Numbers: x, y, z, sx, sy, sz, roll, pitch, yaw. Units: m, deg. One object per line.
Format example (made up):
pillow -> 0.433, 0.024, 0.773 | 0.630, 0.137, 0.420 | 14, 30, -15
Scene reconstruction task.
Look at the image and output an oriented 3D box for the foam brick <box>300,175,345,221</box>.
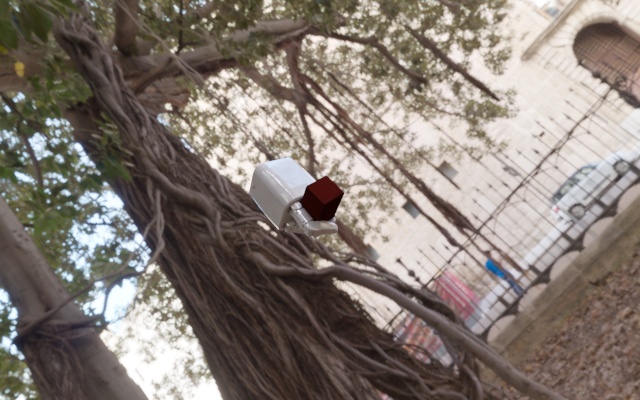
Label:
foam brick -> 0.000, 0.003, 0.876 | 0.053, 0.051, 0.078 | -29, -24, -33
